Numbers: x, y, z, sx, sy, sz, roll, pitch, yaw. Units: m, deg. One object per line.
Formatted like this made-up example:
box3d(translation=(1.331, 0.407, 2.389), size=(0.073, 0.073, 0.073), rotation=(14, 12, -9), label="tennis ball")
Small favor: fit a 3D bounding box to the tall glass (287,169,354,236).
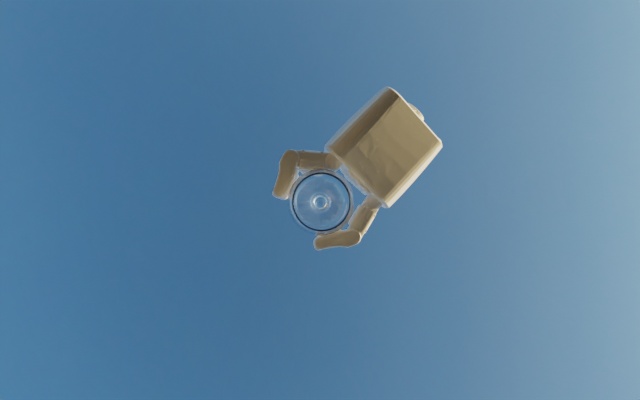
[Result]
box3d(translation=(0.000, 0.002, 0.595), size=(0.079, 0.079, 0.201), rotation=(0, 0, -1), label="tall glass")
